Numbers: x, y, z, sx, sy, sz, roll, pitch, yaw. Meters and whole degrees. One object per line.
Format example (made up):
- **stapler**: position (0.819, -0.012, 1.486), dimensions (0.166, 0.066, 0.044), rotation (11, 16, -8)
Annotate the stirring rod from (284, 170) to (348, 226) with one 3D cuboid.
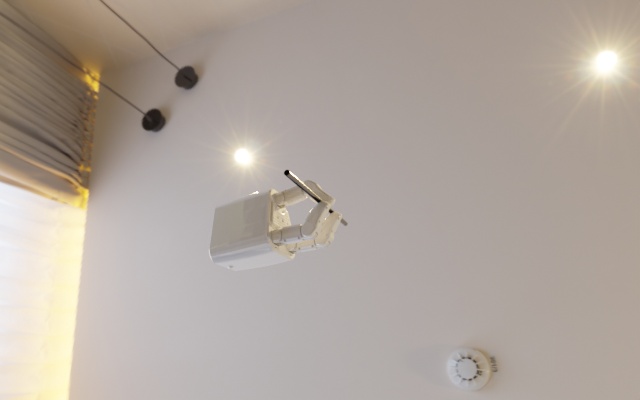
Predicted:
- **stirring rod**: position (0.000, 0.002, 0.705), dimensions (0.011, 0.011, 0.240), rotation (0, -18, 22)
